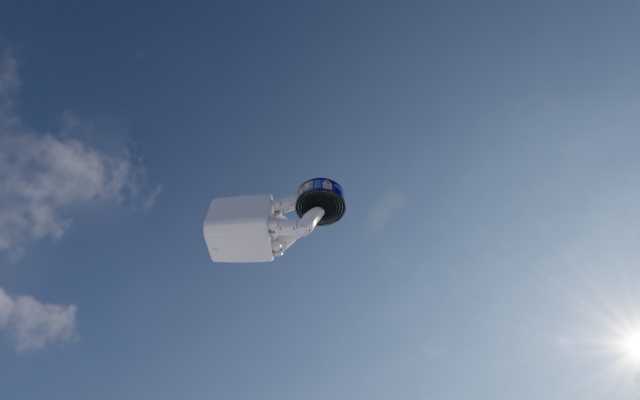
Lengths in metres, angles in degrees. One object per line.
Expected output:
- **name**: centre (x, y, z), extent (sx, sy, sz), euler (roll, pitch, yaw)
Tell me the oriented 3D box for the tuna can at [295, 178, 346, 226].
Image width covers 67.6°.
- **tuna can**: centre (0.000, 0.002, 0.818), extent (0.086, 0.086, 0.033), euler (0, 43, 1)
